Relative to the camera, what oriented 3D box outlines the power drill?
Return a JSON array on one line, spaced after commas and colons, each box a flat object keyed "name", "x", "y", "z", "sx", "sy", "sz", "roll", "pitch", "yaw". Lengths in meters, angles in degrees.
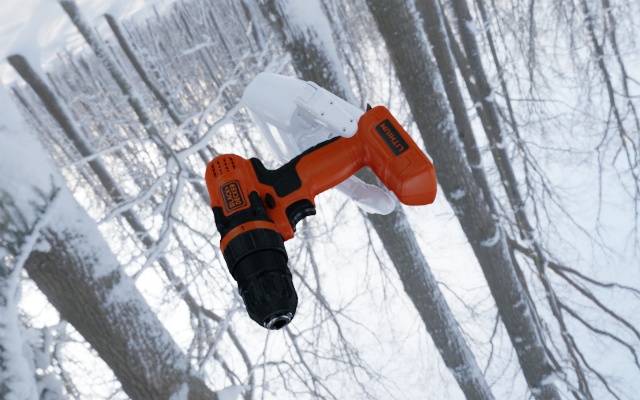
[{"name": "power drill", "x": 0.000, "y": 0.001, "z": 0.412, "sx": 0.187, "sy": 0.184, "sz": 0.057, "roll": -22, "pitch": -39, "yaw": -6}]
